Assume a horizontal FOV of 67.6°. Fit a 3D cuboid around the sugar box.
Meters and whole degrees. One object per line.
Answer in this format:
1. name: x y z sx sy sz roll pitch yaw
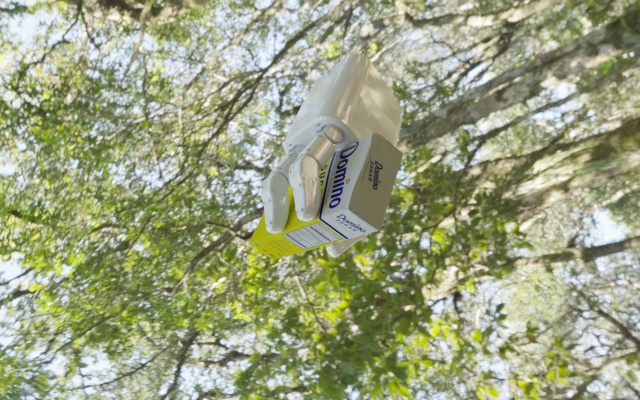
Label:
1. sugar box: 0.000 0.001 0.495 0.048 0.093 0.176 35 -33 -22
